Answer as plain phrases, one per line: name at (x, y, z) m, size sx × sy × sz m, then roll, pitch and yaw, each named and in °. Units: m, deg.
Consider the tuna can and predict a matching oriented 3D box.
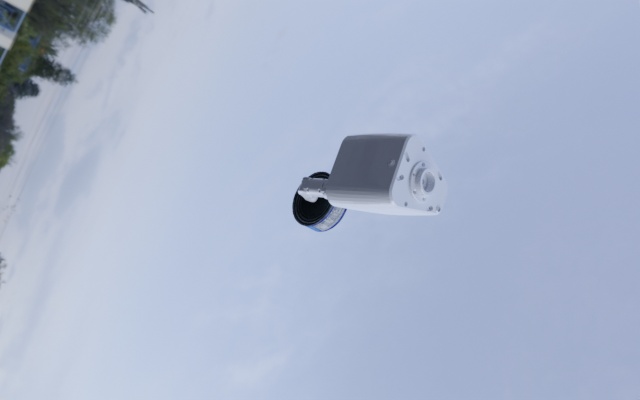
tuna can at (0.000, 0.003, 0.708) m, size 0.086 × 0.086 × 0.034 m, roll 0°, pitch -21°, yaw 44°
